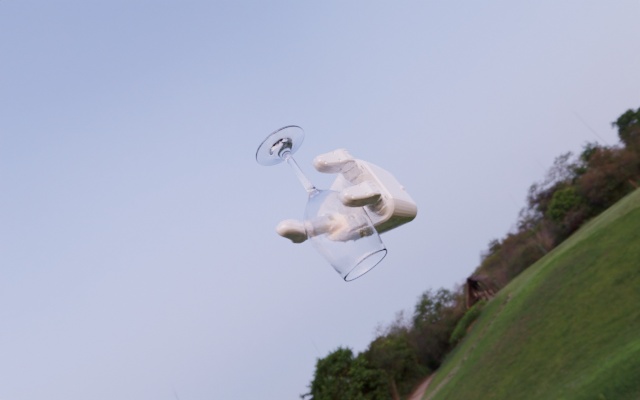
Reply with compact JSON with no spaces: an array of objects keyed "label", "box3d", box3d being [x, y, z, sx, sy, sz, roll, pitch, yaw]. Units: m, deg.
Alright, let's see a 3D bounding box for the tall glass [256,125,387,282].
[{"label":"tall glass","box3d":[0.000,0.001,0.596,0.079,0.201,0.079,-29,-24,-14]}]
